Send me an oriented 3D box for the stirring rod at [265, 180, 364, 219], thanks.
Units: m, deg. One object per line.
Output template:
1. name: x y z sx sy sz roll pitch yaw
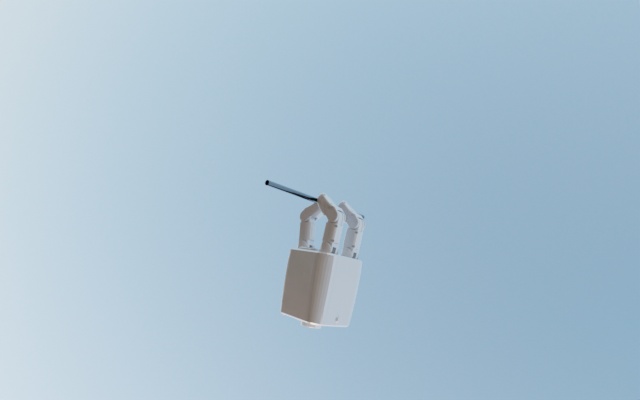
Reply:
1. stirring rod: 0.000 0.003 0.753 0.011 0.011 0.239 0 -13 39
